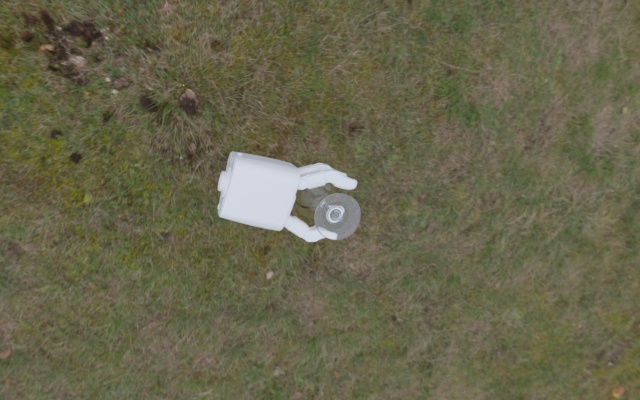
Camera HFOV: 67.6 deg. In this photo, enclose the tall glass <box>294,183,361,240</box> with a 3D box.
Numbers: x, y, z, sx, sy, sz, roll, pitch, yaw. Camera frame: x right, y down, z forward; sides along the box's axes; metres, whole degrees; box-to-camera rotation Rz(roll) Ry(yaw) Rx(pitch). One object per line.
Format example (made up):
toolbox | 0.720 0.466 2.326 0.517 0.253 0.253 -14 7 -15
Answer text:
tall glass | 0.000 0.003 0.822 0.079 0.079 0.201 0 13 -16
